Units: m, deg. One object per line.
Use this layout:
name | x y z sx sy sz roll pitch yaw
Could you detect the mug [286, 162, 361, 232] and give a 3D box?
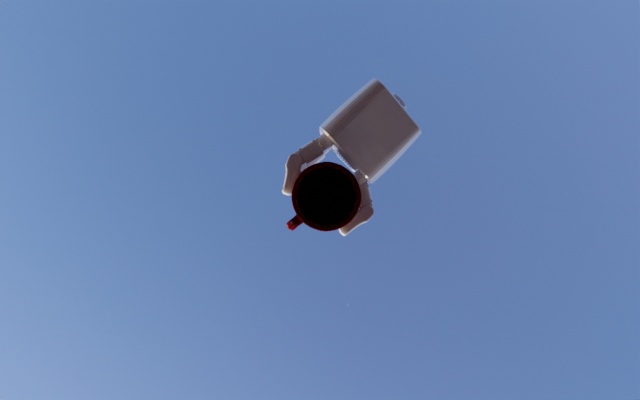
mug | -0.001 0.003 0.675 0.117 0.093 0.081 -42 -1 2
